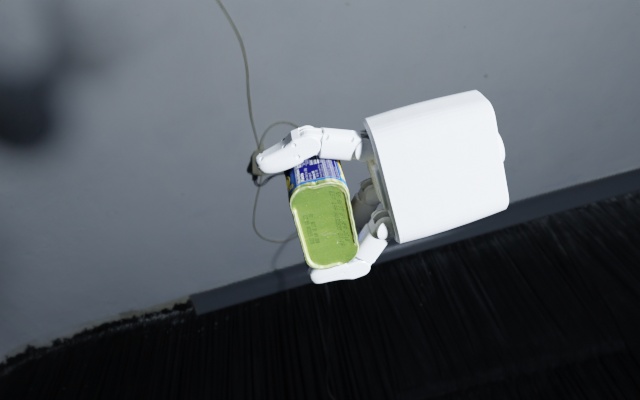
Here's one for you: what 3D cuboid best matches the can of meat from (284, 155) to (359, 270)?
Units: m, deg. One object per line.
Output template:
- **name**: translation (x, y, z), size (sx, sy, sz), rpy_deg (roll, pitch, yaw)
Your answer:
- **can of meat**: translation (0.000, 0.002, 0.450), size (0.057, 0.102, 0.084), rpy_deg (-14, 36, 1)
